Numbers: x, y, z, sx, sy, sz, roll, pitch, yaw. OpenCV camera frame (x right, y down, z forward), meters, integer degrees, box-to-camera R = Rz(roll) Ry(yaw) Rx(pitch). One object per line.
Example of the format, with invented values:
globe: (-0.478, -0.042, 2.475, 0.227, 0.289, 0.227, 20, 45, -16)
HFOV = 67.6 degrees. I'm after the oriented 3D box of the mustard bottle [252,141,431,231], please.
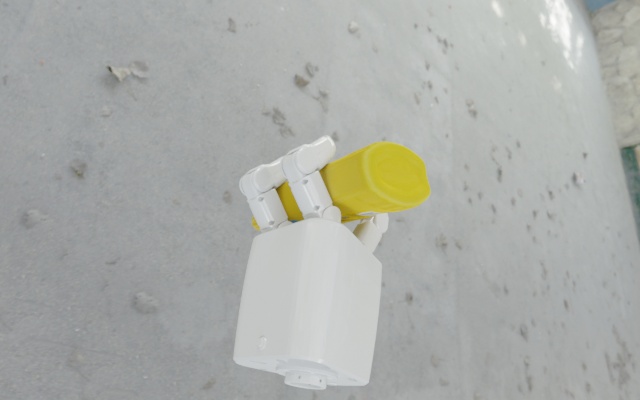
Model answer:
mustard bottle: (0.000, 0.001, 0.455, 0.192, 0.058, 0.096, -19, -13, 41)
